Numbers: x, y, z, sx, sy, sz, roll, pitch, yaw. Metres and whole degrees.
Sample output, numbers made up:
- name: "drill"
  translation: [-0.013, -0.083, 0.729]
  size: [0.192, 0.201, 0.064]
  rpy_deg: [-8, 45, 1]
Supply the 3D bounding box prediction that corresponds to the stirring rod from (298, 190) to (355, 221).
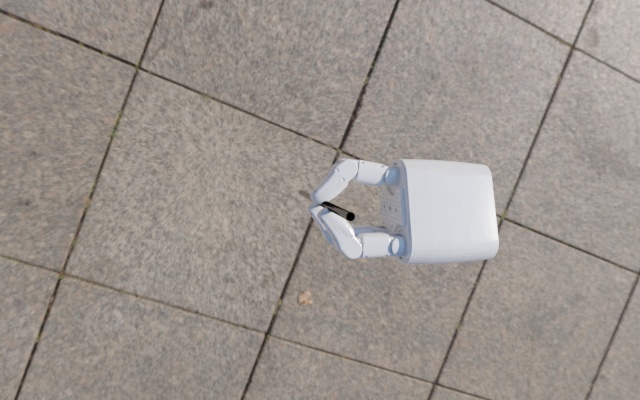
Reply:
- name: "stirring rod"
  translation: [0.000, 0.002, 0.526]
  size: [0.011, 0.011, 0.239]
  rpy_deg: [0, 6, -12]
